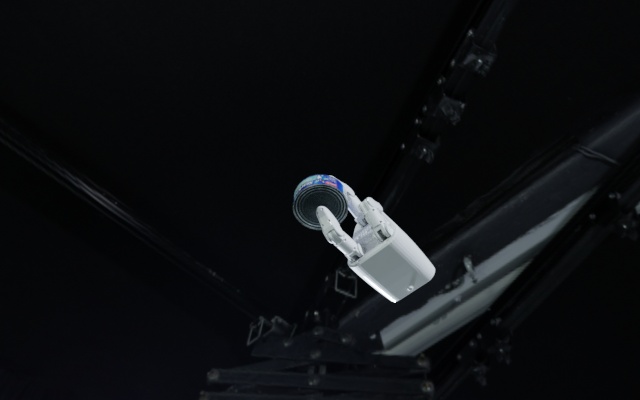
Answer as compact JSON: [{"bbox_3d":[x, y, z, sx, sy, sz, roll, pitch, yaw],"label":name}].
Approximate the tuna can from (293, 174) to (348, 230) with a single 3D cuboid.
[{"bbox_3d":[0.000,0.002,0.749,0.086,0.086,0.033,0,34,0],"label":"tuna can"}]
